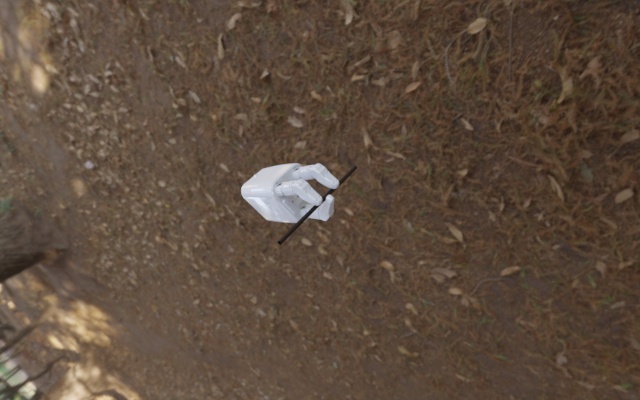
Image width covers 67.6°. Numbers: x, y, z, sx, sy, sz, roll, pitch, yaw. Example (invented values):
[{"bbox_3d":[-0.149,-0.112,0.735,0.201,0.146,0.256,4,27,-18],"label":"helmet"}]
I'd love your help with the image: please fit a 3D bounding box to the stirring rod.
[{"bbox_3d":[0.000,0.003,0.870,0.011,0.011,0.239,0,35,44],"label":"stirring rod"}]
